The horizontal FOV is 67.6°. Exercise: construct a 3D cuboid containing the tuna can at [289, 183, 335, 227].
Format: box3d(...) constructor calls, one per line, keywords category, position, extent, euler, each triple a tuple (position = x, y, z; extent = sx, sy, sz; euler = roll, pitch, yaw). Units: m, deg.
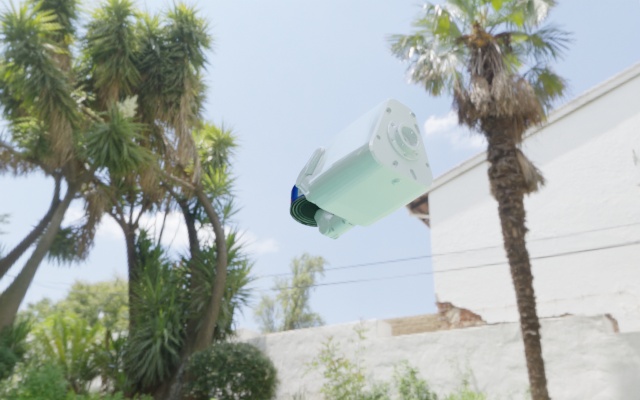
box3d(category="tuna can", position=(0.000, 0.002, 0.665), extent=(0.086, 0.033, 0.086), euler=(0, -33, 0))
